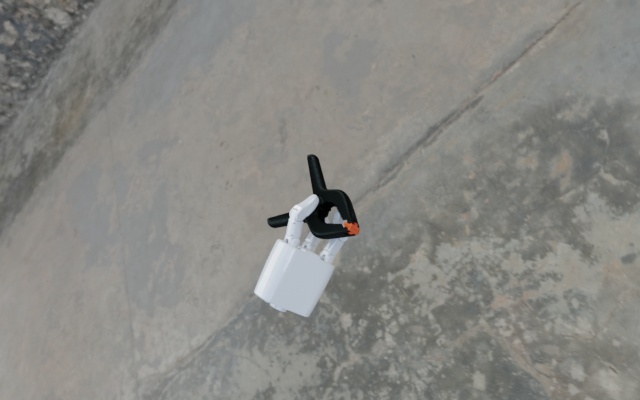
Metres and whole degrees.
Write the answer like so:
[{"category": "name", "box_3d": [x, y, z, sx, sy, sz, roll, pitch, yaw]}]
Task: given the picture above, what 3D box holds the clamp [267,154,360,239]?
[{"category": "clamp", "box_3d": [0.000, 0.003, 0.877, 0.210, 0.164, 0.036, 22, -7, 46]}]
